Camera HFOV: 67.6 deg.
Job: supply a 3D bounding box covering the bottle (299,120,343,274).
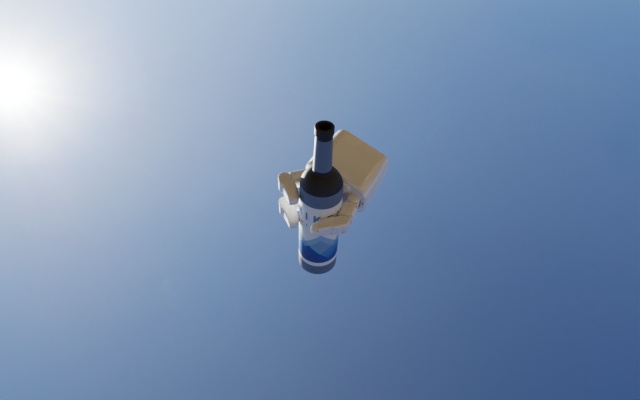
[{"bbox_3d":[0.000,0.003,0.745,0.069,0.069,0.296,0,-44,-3],"label":"bottle"}]
